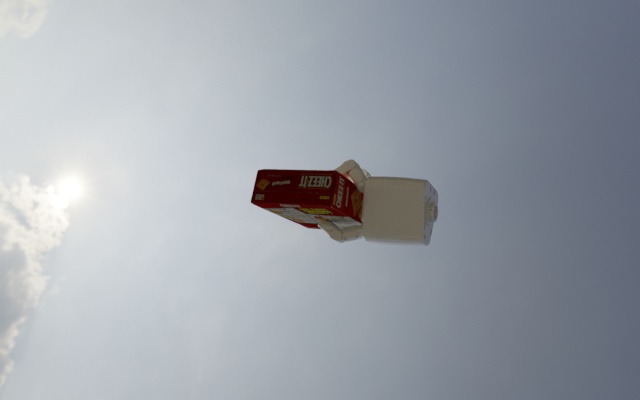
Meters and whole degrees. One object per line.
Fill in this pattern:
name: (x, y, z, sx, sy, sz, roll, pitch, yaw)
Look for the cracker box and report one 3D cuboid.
cracker box: (0.000, 0.003, 0.895, 0.164, 0.072, 0.214, 2, -14, 28)
